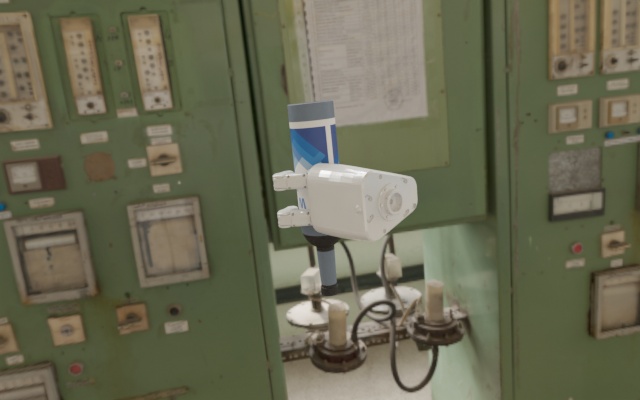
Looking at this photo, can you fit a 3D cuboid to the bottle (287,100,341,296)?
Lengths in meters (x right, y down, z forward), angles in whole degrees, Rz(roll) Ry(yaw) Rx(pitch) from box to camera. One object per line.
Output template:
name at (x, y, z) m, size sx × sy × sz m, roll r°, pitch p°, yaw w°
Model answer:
bottle at (0.000, 0.002, 0.717) m, size 0.069 × 0.296 × 0.069 m, roll -6°, pitch 13°, yaw 1°
